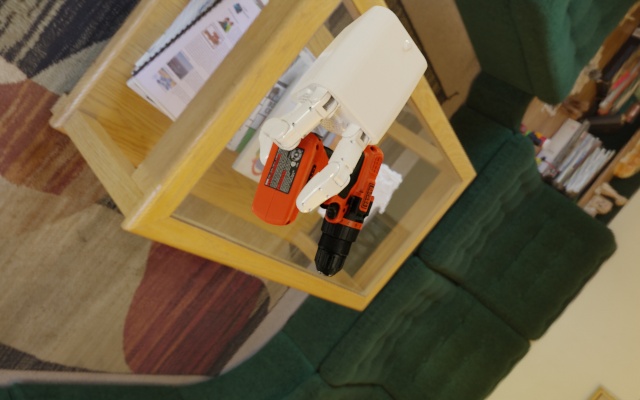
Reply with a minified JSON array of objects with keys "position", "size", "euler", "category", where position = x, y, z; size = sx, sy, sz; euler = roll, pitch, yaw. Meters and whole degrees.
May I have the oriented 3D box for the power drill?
[{"position":[0.000,0.002,0.575],"size":[0.057,0.184,0.188],"euler":[18,1,31],"category":"power drill"}]
